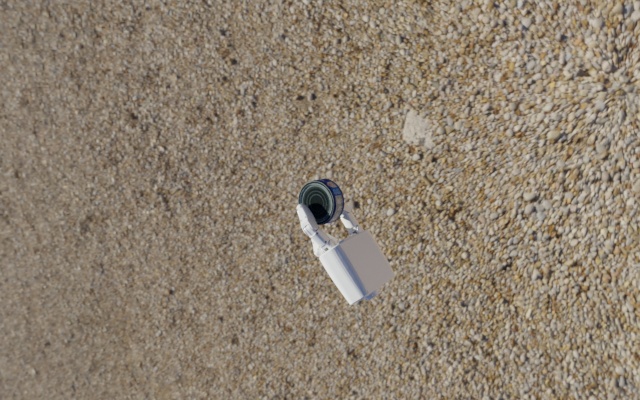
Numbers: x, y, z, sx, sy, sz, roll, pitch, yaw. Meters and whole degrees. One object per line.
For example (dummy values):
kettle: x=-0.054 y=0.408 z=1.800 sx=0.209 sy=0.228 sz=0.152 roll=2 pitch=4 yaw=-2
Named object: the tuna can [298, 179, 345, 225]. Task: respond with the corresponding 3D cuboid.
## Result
tuna can: x=0.000 y=0.003 z=0.892 sx=0.086 sy=0.086 sz=0.034 roll=0 pitch=7 yaw=35
